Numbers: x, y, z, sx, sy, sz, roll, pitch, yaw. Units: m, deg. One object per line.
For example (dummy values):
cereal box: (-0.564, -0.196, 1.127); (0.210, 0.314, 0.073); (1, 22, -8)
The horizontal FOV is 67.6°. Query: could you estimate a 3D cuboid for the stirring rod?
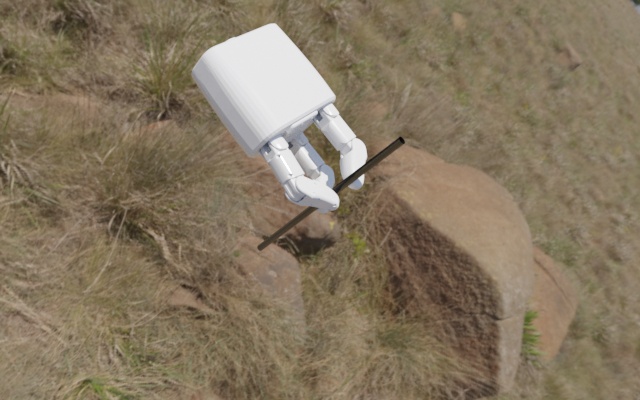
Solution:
stirring rod: (0.000, 0.002, 0.513); (0.011, 0.011, 0.240); (0, -28, -45)
